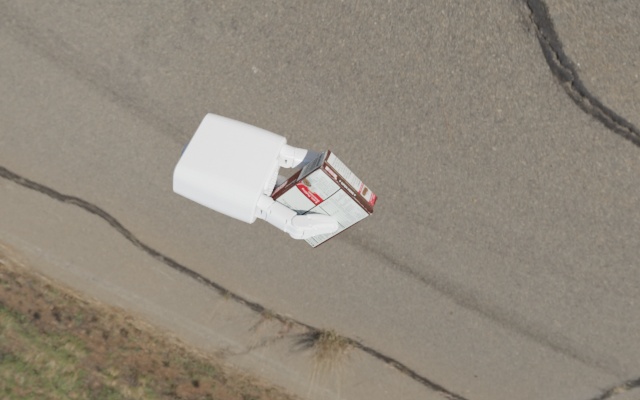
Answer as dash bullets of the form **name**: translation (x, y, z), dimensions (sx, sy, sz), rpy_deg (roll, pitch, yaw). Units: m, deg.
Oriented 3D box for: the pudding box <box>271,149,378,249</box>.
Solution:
- **pudding box**: translation (0.000, 0.002, 0.596), dimensions (0.113, 0.090, 0.039), rpy_deg (-33, 22, 40)
